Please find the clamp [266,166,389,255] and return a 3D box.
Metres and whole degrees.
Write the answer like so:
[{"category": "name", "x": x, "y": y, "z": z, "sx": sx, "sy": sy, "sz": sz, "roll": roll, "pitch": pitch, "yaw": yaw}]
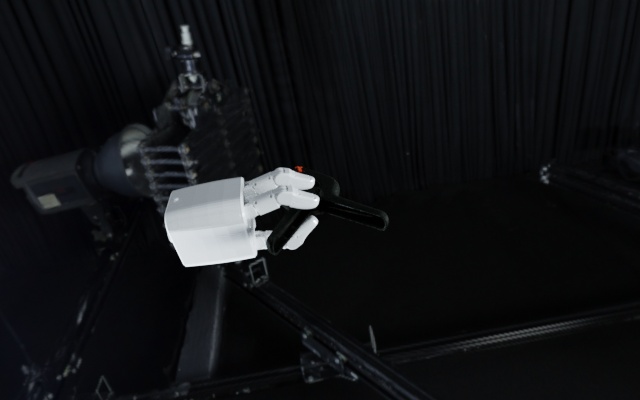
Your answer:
[{"category": "clamp", "x": 0.000, "y": 0.003, "z": 0.698, "sx": 0.164, "sy": 0.036, "sz": 0.210, "roll": -8, "pitch": 29, "yaw": -4}]
